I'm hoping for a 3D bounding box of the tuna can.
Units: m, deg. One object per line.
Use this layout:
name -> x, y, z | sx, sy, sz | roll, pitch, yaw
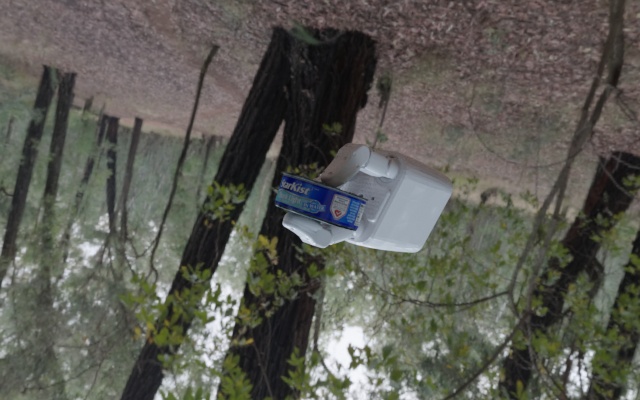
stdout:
tuna can -> 0.000, 0.002, 0.462 | 0.086, 0.034, 0.086 | 18, 0, 0
